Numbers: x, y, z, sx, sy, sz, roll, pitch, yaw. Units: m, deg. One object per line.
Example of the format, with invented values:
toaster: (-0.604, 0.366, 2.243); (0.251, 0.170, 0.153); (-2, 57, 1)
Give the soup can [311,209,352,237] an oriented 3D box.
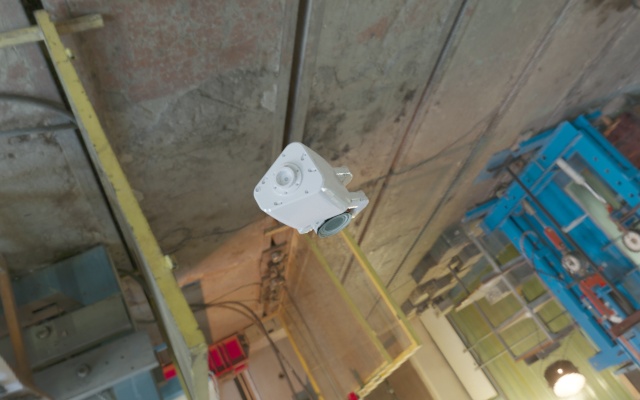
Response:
soup can: (0.000, 0.003, 0.807); (0.068, 0.102, 0.068); (-26, -26, -14)
